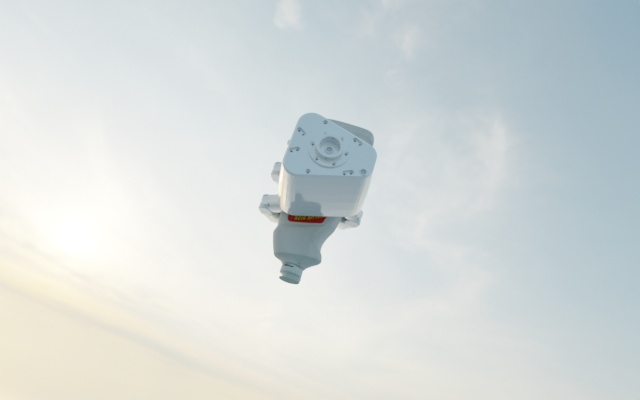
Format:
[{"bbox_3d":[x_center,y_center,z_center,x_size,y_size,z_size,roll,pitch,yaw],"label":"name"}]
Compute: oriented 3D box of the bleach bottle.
[{"bbox_3d":[0.000,0.002,0.694,0.102,0.250,0.068,16,-25,3],"label":"bleach bottle"}]
